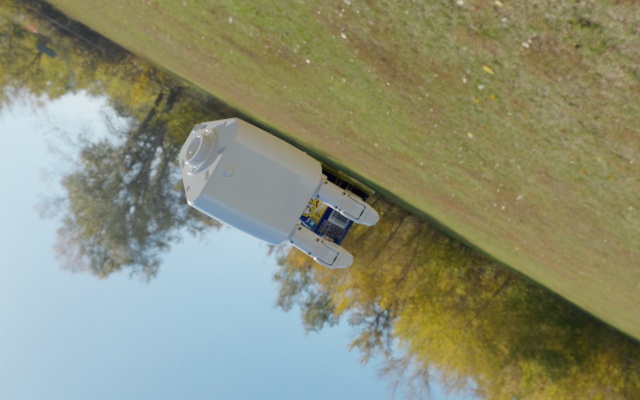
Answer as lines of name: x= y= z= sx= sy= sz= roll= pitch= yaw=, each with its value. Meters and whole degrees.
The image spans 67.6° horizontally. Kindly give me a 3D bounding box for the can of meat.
can of meat: x=0.000 y=0.002 z=0.552 sx=0.057 sy=0.084 sz=0.102 roll=28 pitch=3 yaw=-40
